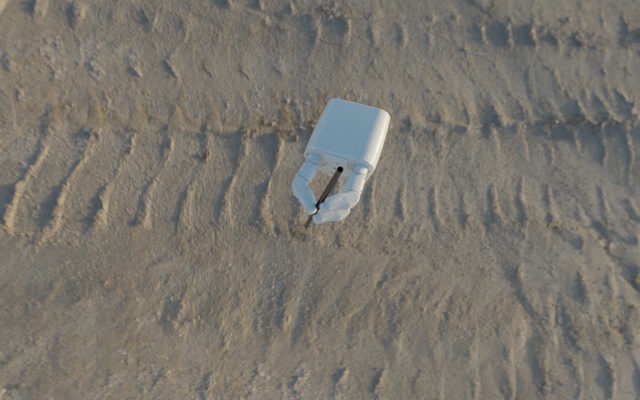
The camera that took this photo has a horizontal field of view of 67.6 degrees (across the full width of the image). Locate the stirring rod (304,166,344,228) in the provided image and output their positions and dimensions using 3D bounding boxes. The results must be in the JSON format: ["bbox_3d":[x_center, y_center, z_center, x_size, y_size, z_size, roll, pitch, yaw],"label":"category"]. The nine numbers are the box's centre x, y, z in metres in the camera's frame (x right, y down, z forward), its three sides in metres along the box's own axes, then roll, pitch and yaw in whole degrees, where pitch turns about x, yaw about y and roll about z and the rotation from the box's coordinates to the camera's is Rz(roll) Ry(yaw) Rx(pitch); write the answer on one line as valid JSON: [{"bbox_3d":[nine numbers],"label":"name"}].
[{"bbox_3d":[0.000,0.002,0.704,0.011,0.011,0.240,0,-20,-13],"label":"stirring rod"}]
